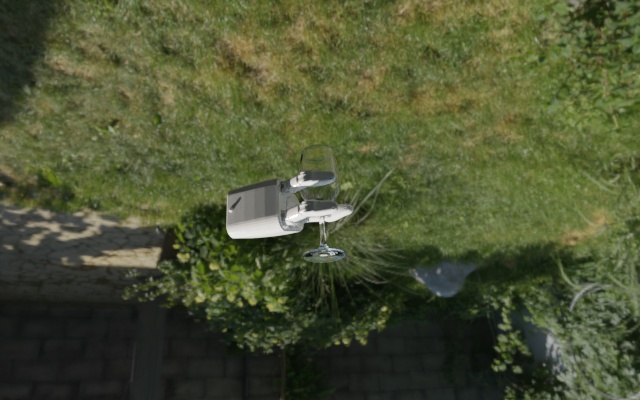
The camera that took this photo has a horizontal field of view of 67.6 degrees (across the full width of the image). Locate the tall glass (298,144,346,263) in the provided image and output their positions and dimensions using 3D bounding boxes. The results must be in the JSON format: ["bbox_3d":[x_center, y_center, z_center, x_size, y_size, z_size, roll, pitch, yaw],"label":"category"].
[{"bbox_3d":[0.000,0.003,0.843,0.079,0.201,0.079,-3,-23,-1],"label":"tall glass"}]
